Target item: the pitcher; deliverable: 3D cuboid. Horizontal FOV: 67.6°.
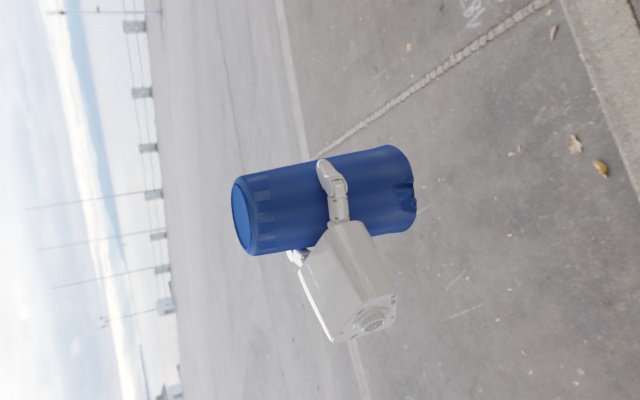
[{"bbox_3d":[0.000,0.002,0.680,0.243,0.145,0.149,-10,-38,-23],"label":"pitcher"}]
